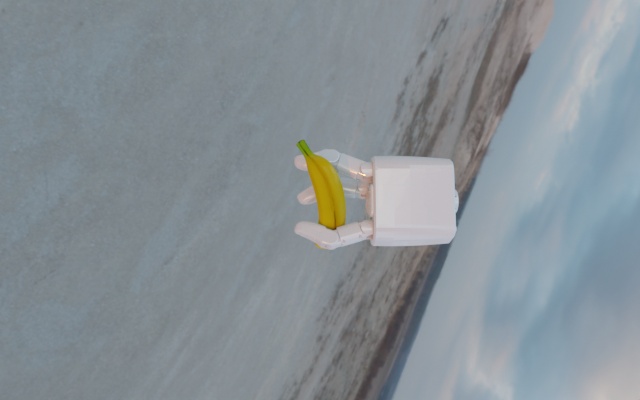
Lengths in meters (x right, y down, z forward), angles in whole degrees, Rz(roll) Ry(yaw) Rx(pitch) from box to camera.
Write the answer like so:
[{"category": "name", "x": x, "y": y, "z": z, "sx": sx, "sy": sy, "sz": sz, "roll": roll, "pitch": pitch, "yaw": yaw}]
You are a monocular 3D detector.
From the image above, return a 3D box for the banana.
[{"category": "banana", "x": 0.008, "y": 0.011, "z": 0.638, "sx": 0.037, "sy": 0.198, "sz": 0.069, "roll": -22, "pitch": 45, "yaw": -16}]
